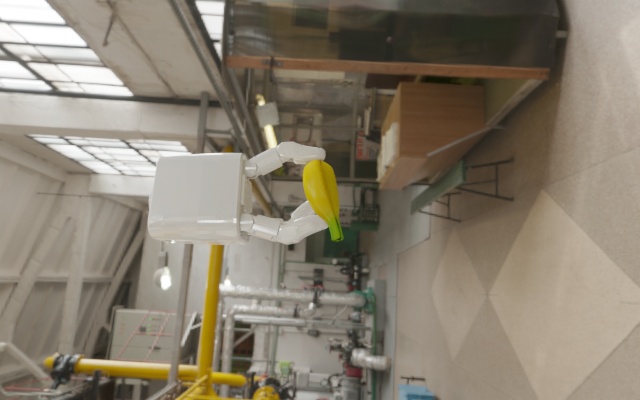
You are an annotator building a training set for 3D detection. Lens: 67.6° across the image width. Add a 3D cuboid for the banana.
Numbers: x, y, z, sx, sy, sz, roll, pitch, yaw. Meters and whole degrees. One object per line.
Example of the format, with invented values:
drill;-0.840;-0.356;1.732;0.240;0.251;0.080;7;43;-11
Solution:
banana;-0.001;-0.015;0.566;0.037;0.070;0.197;-5;16;-1
